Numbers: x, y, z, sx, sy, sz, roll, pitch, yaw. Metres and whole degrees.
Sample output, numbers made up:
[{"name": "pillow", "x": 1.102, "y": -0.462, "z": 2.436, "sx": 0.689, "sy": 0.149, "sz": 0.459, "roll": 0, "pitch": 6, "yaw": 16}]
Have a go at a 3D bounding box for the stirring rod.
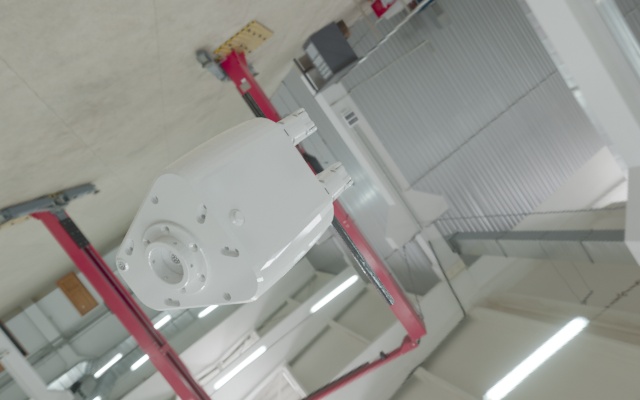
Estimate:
[{"name": "stirring rod", "x": 0.000, "y": 0.001, "z": 0.447, "sx": 0.011, "sy": 0.239, "sz": 0.011, "roll": -34, "pitch": 7, "yaw": 5}]
